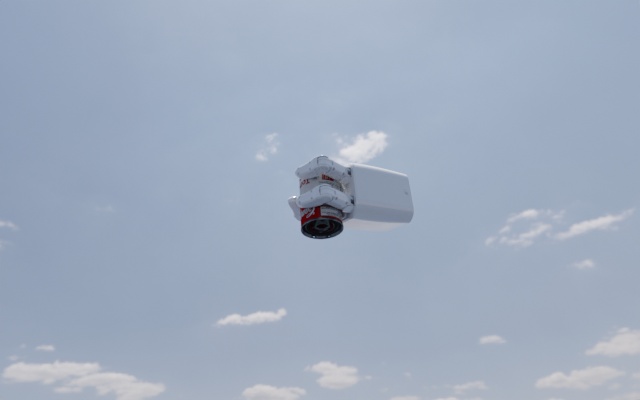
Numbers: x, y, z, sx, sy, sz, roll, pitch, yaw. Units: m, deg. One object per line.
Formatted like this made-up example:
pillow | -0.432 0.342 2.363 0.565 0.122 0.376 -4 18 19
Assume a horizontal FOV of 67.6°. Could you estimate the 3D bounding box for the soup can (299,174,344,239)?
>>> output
soup can | 0.000 0.002 0.776 0.068 0.102 0.068 -3 -31 -2
